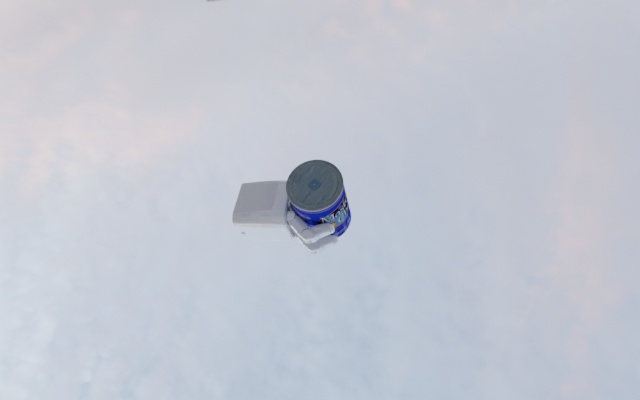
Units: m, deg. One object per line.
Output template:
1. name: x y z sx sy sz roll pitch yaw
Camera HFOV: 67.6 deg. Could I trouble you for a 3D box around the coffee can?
1. coffee can: 0.000 0.003 0.897 0.103 0.102 0.140 0 -27 10
